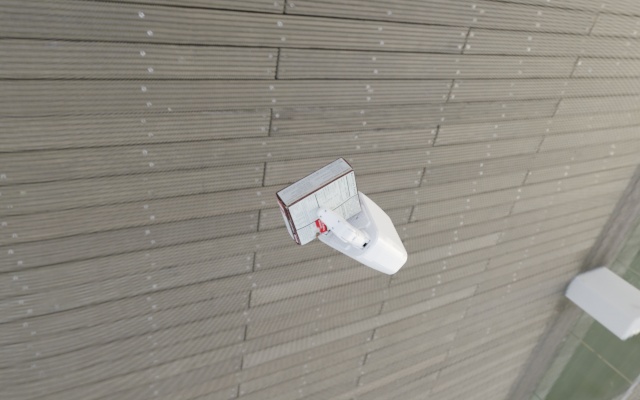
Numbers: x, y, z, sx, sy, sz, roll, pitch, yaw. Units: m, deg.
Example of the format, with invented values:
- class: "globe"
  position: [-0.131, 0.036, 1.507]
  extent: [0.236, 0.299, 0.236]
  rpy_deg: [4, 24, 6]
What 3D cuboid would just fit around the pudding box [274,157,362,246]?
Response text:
- class: "pudding box"
  position: [0.000, 0.002, 0.680]
  extent: [0.113, 0.090, 0.039]
  rpy_deg: [-31, 47, -14]
